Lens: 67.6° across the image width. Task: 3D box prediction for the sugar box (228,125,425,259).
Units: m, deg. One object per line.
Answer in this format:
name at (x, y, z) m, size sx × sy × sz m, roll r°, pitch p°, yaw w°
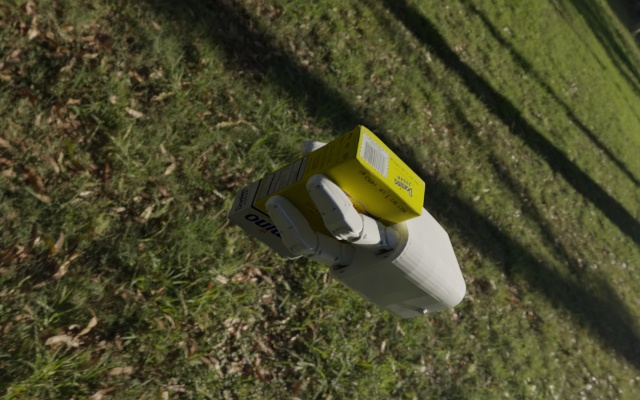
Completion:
sugar box at (0.000, 0.002, 0.460) m, size 0.176 × 0.048 × 0.093 m, roll -26°, pitch -52°, yaw 39°
